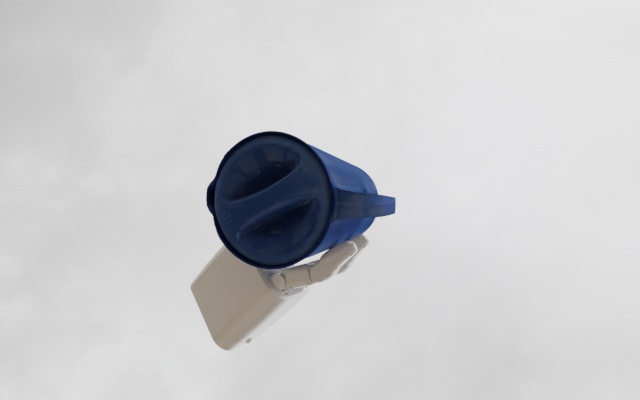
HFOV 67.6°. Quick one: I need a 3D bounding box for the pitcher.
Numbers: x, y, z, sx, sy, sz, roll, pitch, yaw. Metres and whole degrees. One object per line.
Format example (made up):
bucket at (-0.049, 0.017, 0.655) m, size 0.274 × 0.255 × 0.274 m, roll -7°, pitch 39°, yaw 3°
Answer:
pitcher at (0.000, 0.002, 0.561) m, size 0.145 × 0.149 × 0.243 m, roll -46°, pitch -15°, yaw 15°
